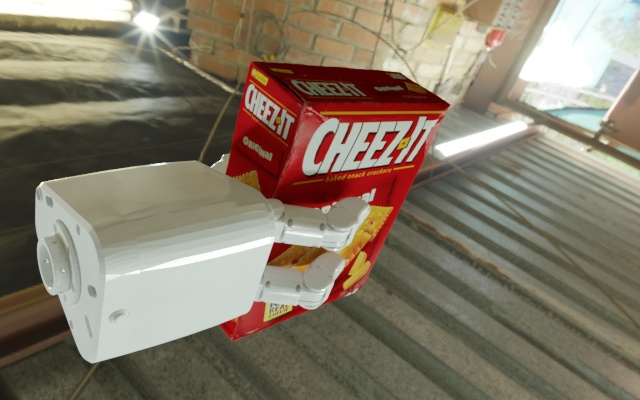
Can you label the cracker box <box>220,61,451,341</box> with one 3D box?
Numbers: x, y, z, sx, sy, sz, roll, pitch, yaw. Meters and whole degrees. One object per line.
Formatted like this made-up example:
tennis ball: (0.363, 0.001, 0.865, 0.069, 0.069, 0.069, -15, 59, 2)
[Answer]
cracker box: (0.000, 0.001, 0.403, 0.164, 0.214, 0.072, -11, 43, -43)
